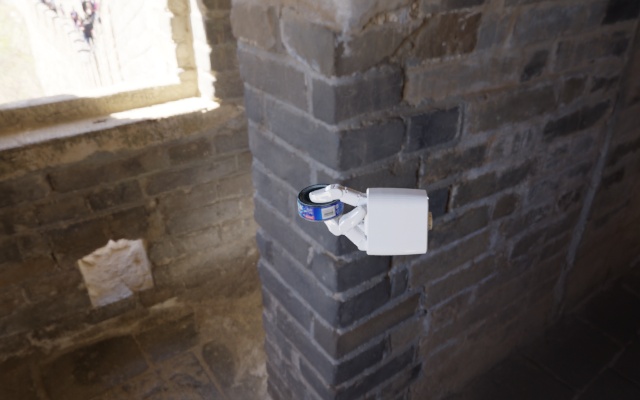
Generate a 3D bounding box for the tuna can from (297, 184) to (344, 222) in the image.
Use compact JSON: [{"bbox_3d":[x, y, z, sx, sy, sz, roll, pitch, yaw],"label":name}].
[{"bbox_3d":[0.000,0.002,0.882,0.086,0.034,0.086,-5,30,3],"label":"tuna can"}]
